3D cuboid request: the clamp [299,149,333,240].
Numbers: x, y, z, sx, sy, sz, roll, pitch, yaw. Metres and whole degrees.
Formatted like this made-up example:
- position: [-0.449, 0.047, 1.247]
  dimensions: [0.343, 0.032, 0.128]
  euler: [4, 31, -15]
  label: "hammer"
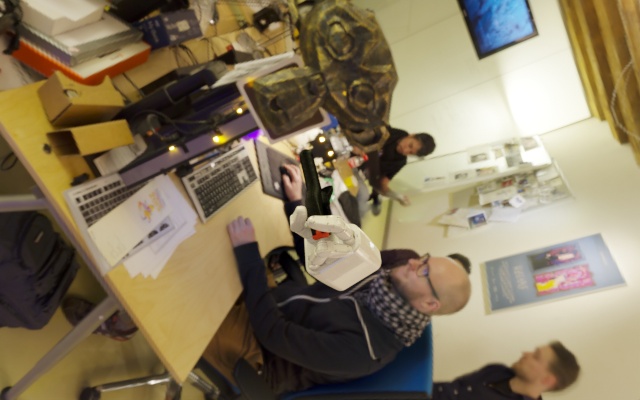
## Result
- position: [0.001, 0.003, 0.859]
  dimensions: [0.039, 0.171, 0.120]
  euler: [-19, -36, 22]
  label: "clamp"
